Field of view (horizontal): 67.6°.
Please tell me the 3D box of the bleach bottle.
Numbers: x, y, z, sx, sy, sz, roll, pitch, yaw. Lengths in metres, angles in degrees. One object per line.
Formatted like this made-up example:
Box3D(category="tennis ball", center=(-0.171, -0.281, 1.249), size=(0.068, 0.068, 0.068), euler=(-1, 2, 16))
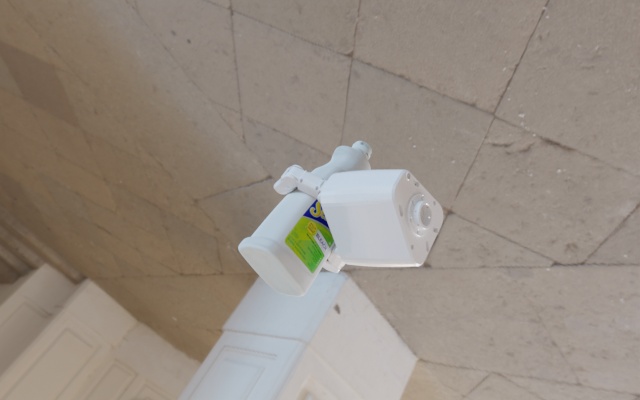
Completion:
Box3D(category="bleach bottle", center=(0.000, 0.002, 0.647), size=(0.068, 0.103, 0.250), euler=(-4, 42, 44))
